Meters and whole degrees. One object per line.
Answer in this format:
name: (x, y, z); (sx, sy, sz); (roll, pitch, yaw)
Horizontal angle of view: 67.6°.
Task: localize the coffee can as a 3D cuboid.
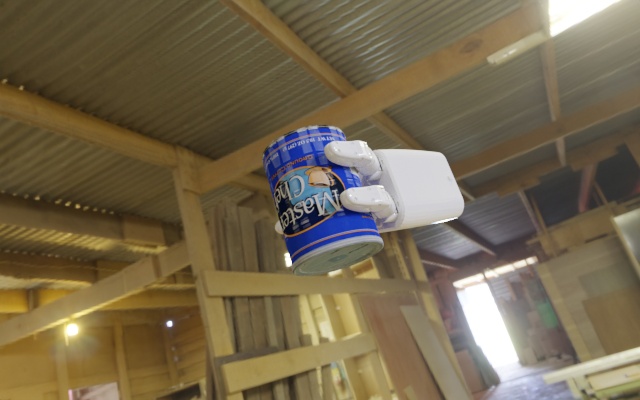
coffee can: (0.000, 0.002, 0.538); (0.103, 0.140, 0.103); (-15, -20, -6)
